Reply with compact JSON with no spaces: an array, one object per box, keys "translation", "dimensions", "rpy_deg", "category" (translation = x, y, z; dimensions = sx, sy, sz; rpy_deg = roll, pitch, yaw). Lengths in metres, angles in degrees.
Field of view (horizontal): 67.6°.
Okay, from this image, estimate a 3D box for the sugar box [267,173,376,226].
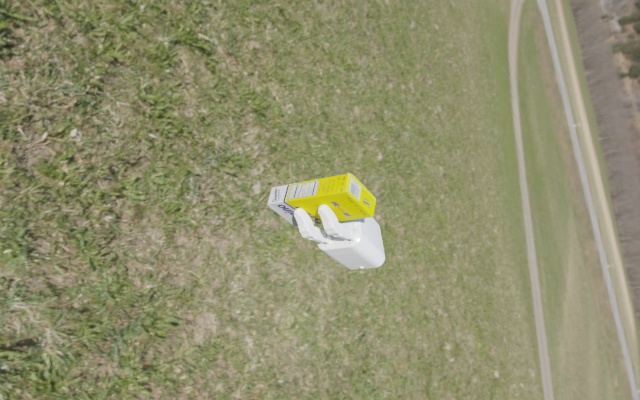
[{"translation":[0.000,0.003,0.862],"dimensions":[0.176,0.048,0.093],"rpy_deg":[-12,-37,34],"category":"sugar box"}]
